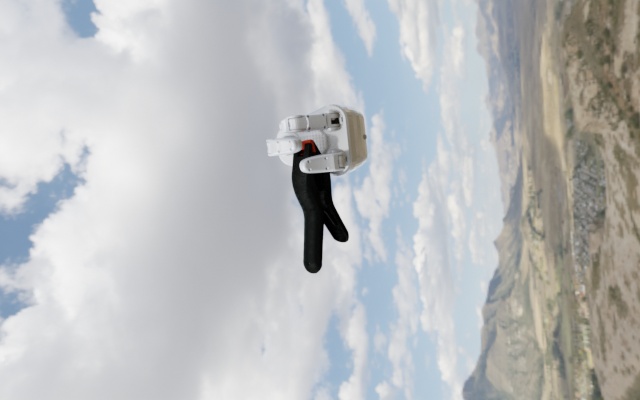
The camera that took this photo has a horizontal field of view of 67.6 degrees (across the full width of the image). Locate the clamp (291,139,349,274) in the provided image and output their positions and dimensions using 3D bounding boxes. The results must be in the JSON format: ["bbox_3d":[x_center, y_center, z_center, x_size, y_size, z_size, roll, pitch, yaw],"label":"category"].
[{"bbox_3d":[-0.001,0.002,0.651,0.039,0.171,0.120,-4,7,20],"label":"clamp"}]
